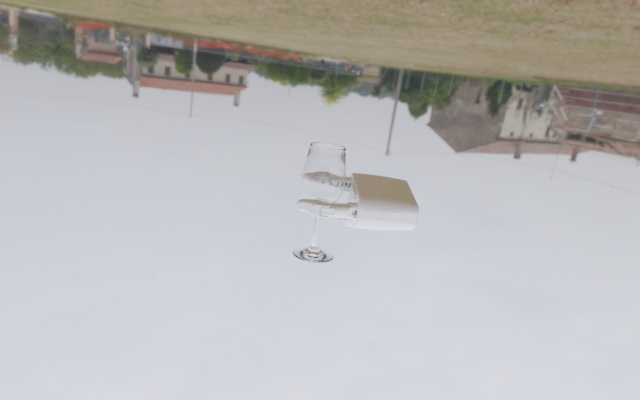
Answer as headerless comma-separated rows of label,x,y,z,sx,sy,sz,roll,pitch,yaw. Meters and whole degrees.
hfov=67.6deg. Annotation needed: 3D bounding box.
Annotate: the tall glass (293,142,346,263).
tall glass,0.000,0.003,0.834,0.079,0.201,0.079,7,15,-2
